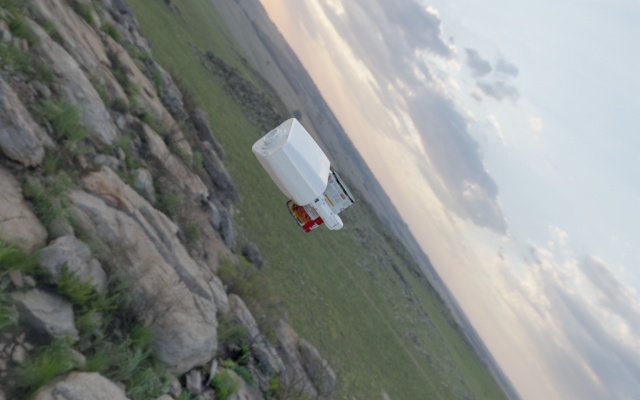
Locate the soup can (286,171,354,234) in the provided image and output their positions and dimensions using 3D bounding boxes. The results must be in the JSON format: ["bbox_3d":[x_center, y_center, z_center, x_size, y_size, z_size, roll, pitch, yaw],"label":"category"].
[{"bbox_3d":[0.001,0.003,0.843,0.102,0.068,0.068,-34,-5,8],"label":"soup can"}]
